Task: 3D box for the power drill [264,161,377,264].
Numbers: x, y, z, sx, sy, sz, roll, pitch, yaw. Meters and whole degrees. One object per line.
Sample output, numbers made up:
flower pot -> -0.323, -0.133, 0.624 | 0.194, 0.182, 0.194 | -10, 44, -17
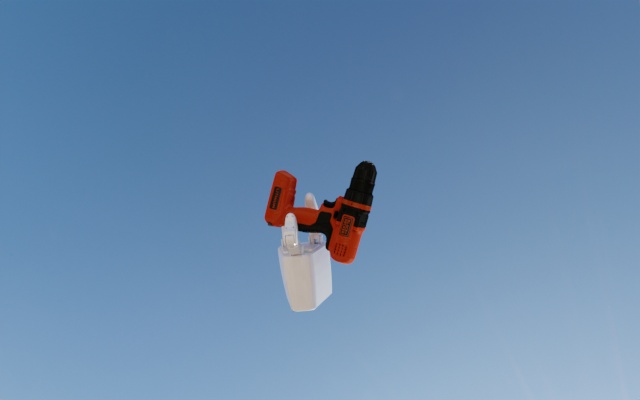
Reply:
power drill -> 0.000, 0.003, 0.860 | 0.187, 0.184, 0.057 | 17, 3, 25
